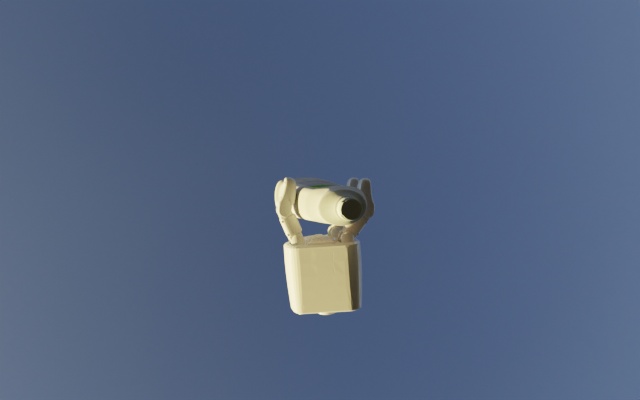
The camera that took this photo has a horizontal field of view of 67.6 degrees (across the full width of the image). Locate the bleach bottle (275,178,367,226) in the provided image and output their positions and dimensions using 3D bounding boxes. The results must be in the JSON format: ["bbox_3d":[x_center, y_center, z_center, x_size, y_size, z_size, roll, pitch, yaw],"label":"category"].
[{"bbox_3d":[0.000,0.002,0.730,0.102,0.068,0.251,-4,6,-14],"label":"bleach bottle"}]
